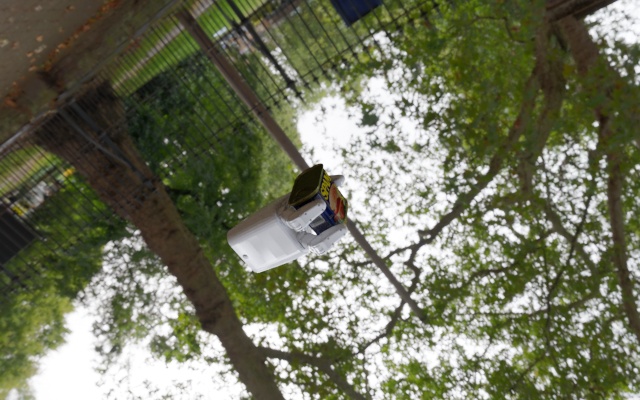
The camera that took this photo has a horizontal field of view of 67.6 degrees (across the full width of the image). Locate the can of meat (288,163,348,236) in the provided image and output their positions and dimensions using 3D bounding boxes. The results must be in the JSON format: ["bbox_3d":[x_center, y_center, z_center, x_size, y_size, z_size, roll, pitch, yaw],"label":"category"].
[{"bbox_3d":[0.000,0.003,0.763,0.057,0.084,0.102,-28,24,22],"label":"can of meat"}]
